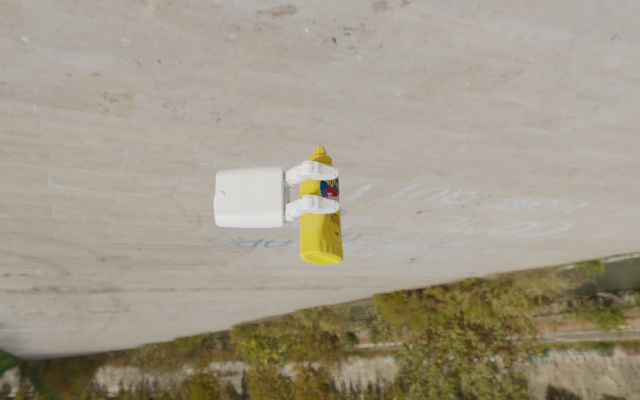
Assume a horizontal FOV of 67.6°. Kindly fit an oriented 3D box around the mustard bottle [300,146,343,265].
[{"bbox_3d":[0.000,0.003,0.772,0.058,0.191,0.096,-11,-21,24],"label":"mustard bottle"}]
